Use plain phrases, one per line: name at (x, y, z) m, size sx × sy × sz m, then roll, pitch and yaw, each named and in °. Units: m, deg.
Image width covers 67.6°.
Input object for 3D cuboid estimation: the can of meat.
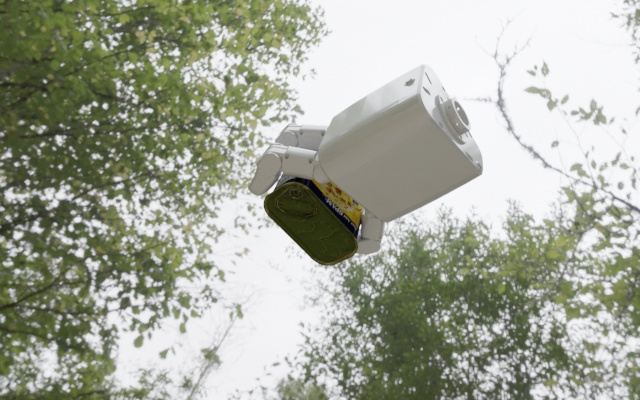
can of meat at (0.000, 0.002, 0.495) m, size 0.057 × 0.102 × 0.084 m, roll -31°, pitch 22°, yaw 33°
